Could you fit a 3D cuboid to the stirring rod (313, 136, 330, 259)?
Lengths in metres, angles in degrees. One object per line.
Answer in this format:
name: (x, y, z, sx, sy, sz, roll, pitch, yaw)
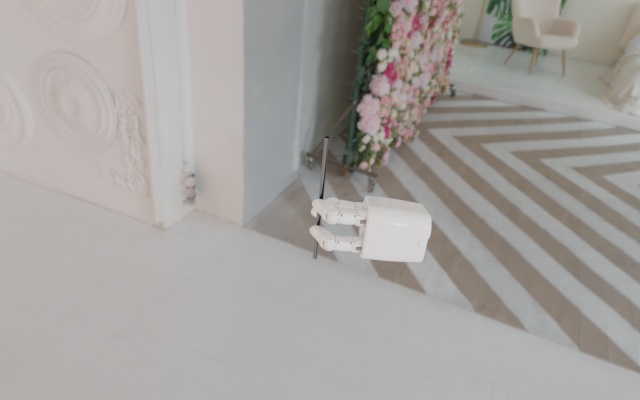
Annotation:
stirring rod: (0.000, 0.003, 0.822, 0.011, 0.240, 0.011, 4, 30, -3)
